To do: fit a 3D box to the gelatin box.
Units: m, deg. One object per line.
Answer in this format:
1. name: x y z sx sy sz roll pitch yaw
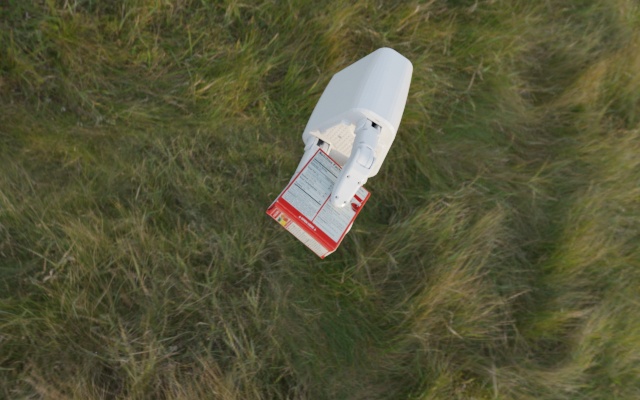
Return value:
1. gelatin box: 0.000 0.002 0.480 0.030 0.073 0.089 -42 10 52
